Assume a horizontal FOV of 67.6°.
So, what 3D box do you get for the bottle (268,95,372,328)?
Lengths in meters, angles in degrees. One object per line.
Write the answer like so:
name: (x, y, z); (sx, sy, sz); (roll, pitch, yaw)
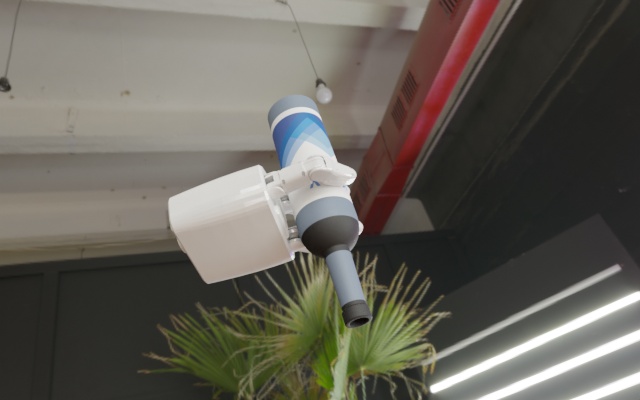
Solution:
bottle: (0.000, 0.002, 0.540); (0.069, 0.295, 0.069); (-12, -36, -9)
